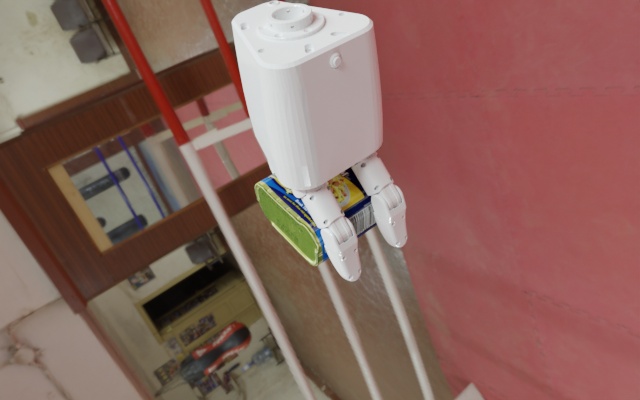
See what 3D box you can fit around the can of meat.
[{"bbox_3d":[0.000,0.002,0.448,0.084,0.057,0.102,-32,52,-23],"label":"can of meat"}]
